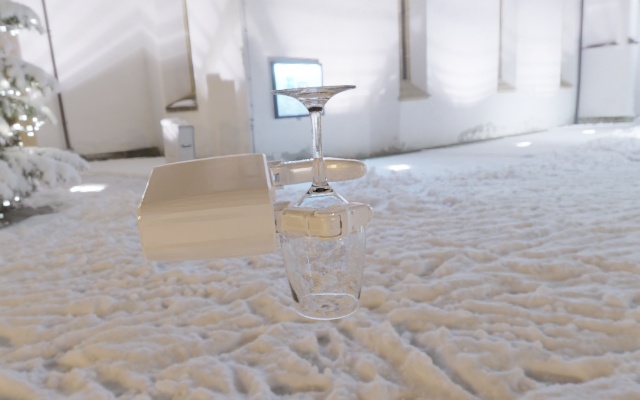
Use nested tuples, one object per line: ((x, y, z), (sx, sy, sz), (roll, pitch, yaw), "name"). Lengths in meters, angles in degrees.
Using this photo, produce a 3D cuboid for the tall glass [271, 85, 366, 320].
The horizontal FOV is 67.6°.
((0.000, 0.001, 0.430), (0.079, 0.201, 0.079), (-4, 11, 1), "tall glass")
